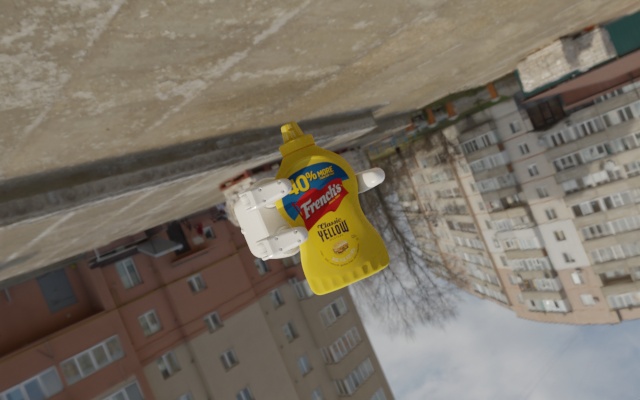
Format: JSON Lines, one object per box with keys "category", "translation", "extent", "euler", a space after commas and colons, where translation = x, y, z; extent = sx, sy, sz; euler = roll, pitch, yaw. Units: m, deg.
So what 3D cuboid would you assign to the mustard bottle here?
{"category": "mustard bottle", "translation": [0.000, 0.002, 0.543], "extent": [0.096, 0.191, 0.058], "euler": [-23, 0, -1]}
